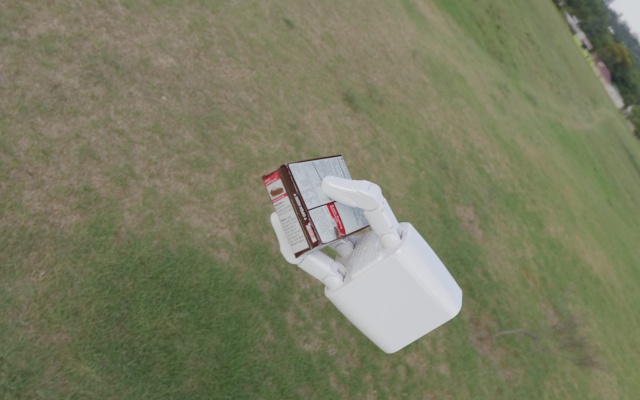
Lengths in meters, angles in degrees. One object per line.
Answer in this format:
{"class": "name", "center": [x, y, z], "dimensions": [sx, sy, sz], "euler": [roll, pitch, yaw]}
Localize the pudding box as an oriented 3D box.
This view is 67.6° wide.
{"class": "pudding box", "center": [0.000, 0.002, 0.503], "dimensions": [0.039, 0.090, 0.113], "euler": [-27, -6, 32]}
